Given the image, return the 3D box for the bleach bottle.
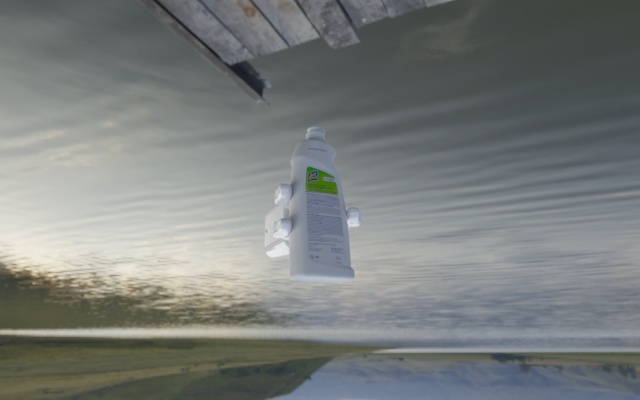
[{"bbox_3d":[0.000,0.003,0.770,0.102,0.250,0.068,8,-19,-27],"label":"bleach bottle"}]
